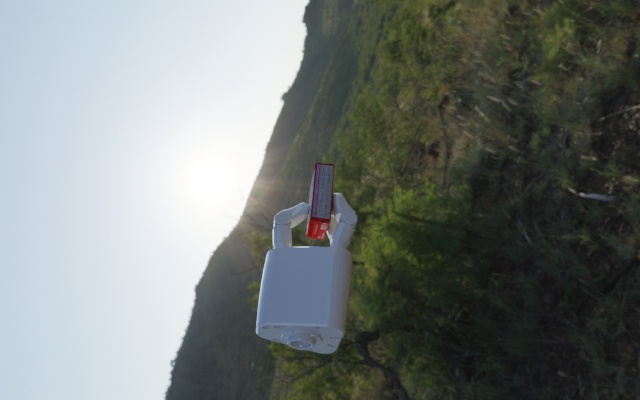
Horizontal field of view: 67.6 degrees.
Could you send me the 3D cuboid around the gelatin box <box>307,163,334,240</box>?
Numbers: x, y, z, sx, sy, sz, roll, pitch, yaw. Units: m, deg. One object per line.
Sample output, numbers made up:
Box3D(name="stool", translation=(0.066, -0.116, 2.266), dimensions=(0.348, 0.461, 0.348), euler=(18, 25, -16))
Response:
Box3D(name="gelatin box", translation=(0.000, 0.002, 0.681), dimensions=(0.030, 0.089, 0.073), euler=(6, -24, -4))
